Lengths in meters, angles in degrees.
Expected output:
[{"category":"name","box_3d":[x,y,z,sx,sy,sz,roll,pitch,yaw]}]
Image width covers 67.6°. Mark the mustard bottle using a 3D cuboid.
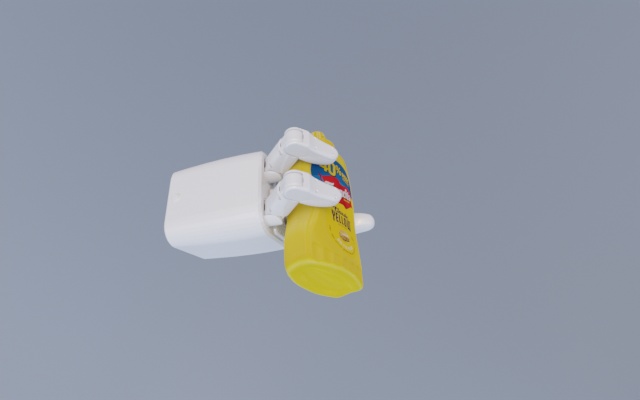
[{"category":"mustard bottle","box_3d":[0.000,0.002,0.519,0.058,0.191,0.096,-26,-40,29]}]
